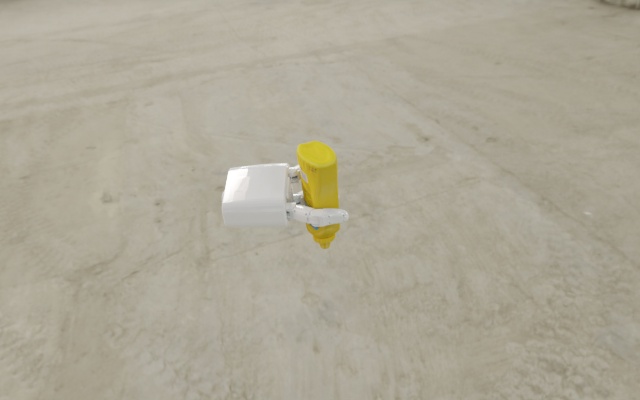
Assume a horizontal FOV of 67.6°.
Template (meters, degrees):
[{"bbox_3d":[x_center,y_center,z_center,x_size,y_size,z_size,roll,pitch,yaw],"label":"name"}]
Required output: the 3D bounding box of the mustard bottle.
[{"bbox_3d":[0.000,0.002,0.811,0.058,0.192,0.096,-16,34,-17],"label":"mustard bottle"}]
